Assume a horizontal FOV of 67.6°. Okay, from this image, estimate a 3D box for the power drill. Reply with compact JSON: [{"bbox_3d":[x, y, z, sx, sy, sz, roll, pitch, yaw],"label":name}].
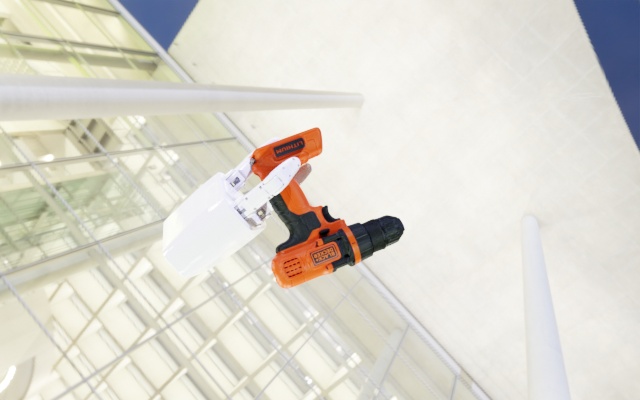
[{"bbox_3d":[0.000,0.002,0.632,0.184,0.187,0.057,-21,-9,-13],"label":"power drill"}]
